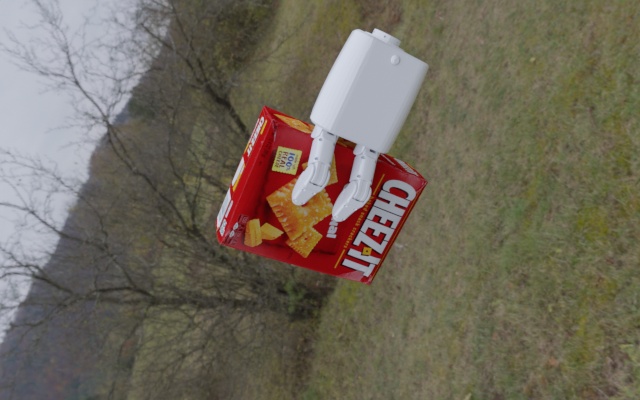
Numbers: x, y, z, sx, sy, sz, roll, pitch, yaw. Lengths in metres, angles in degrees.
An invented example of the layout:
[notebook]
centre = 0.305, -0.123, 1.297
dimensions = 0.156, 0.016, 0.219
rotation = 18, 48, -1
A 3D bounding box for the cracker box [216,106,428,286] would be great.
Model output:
[cracker box]
centre = 0.000, 0.002, 0.591
dimensions = 0.214, 0.164, 0.072
rotation = 19, 19, -22
